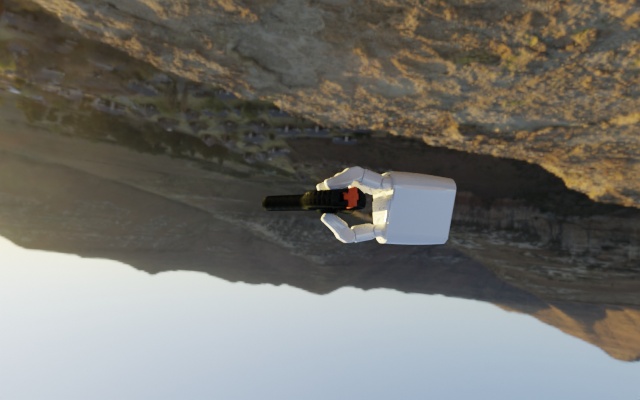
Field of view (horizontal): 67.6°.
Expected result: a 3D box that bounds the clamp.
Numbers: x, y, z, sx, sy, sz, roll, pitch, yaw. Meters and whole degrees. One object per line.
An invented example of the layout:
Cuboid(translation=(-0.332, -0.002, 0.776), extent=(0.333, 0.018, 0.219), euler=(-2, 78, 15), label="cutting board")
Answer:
Cuboid(translation=(0.000, 0.003, 0.734), extent=(0.164, 0.036, 0.210), euler=(1, -4, -12), label="clamp")
